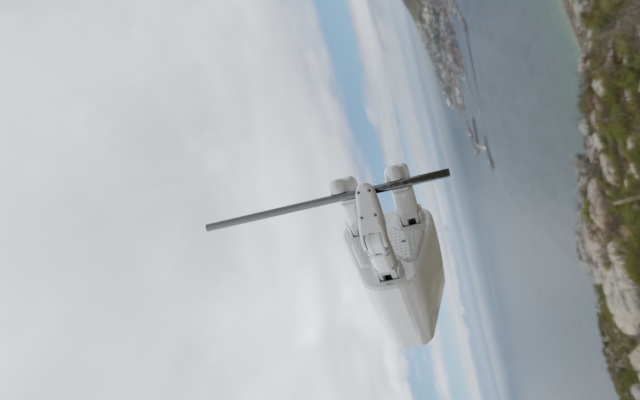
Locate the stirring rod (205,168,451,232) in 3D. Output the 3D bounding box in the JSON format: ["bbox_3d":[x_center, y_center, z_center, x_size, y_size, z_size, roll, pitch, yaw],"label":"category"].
[{"bbox_3d":[0.000,0.002,0.449,0.239,0.011,0.011,-13,-3,14],"label":"stirring rod"}]
